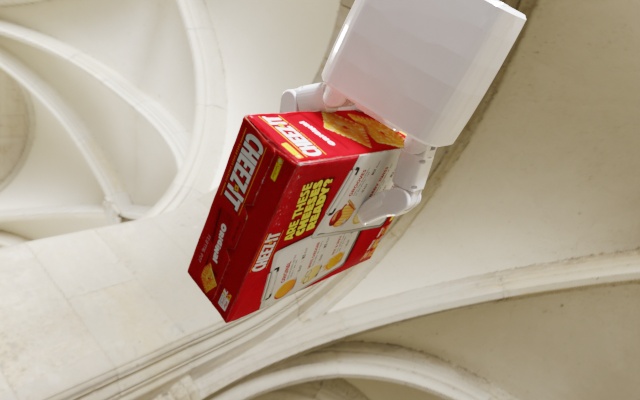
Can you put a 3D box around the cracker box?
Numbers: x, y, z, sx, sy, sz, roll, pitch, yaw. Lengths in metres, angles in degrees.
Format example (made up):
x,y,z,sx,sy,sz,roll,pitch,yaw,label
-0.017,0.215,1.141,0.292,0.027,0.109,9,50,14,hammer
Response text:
x,y,z,sx,sy,sz,roll,pitch,yaw,label
0.000,0.002,0.441,0.072,0.164,0.213,42,33,26,cracker box
